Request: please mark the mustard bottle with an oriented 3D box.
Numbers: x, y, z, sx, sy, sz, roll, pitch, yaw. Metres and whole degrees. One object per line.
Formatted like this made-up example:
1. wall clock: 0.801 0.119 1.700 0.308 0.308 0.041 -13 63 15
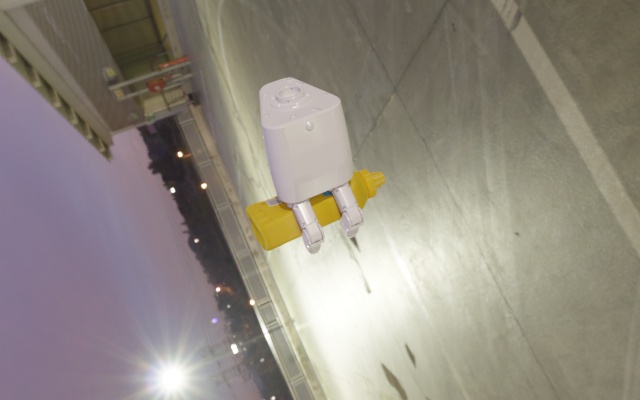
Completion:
1. mustard bottle: 0.000 0.002 0.641 0.191 0.058 0.096 -23 18 -13
